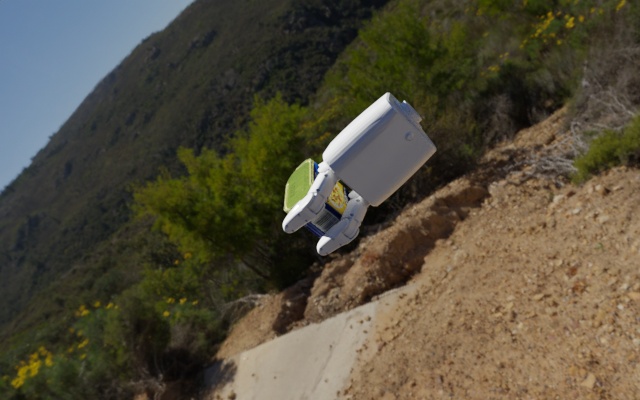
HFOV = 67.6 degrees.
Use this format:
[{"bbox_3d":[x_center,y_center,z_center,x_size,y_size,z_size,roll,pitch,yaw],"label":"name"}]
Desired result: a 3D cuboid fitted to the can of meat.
[{"bbox_3d":[0.000,0.002,0.640,0.084,0.057,0.102,39,24,-23],"label":"can of meat"}]
